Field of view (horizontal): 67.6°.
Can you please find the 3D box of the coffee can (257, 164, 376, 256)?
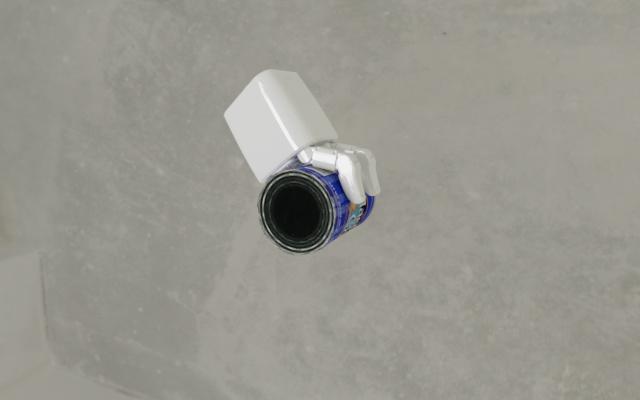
[{"bbox_3d":[0.000,0.002,0.609,0.103,0.103,0.140,0,10,26],"label":"coffee can"}]
